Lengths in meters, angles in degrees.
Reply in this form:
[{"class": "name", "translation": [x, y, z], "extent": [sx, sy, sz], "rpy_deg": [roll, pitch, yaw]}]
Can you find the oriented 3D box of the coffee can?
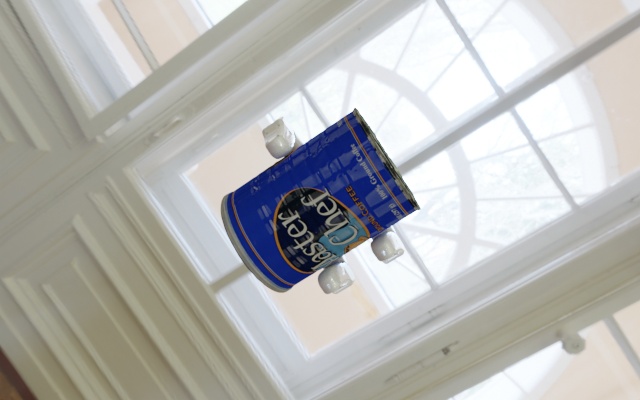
[{"class": "coffee can", "translation": [0.000, 0.001, 0.416], "extent": [0.140, 0.103, 0.103], "rpy_deg": [-33, -7, 11]}]
